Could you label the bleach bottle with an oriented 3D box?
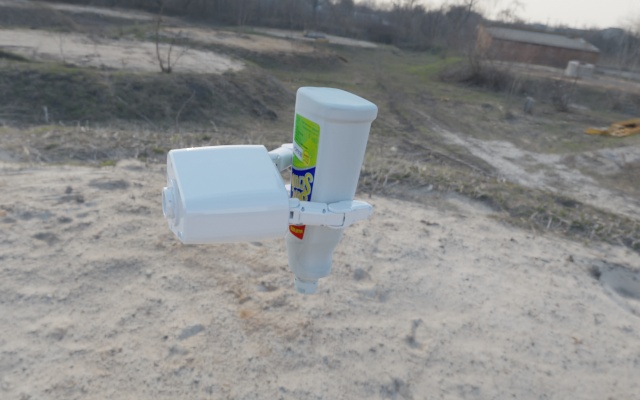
[{"bbox_3d":[0.000,0.002,0.560,0.068,0.251,0.102,-4,25,-26],"label":"bleach bottle"}]
